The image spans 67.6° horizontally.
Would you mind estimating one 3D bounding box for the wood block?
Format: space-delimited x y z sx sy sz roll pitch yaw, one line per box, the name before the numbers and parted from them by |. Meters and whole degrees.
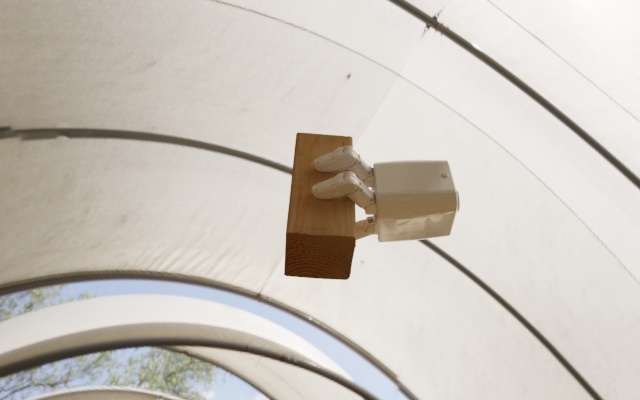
wood block | 0.000 0.002 0.684 0.090 0.091 0.206 4 44 -1
